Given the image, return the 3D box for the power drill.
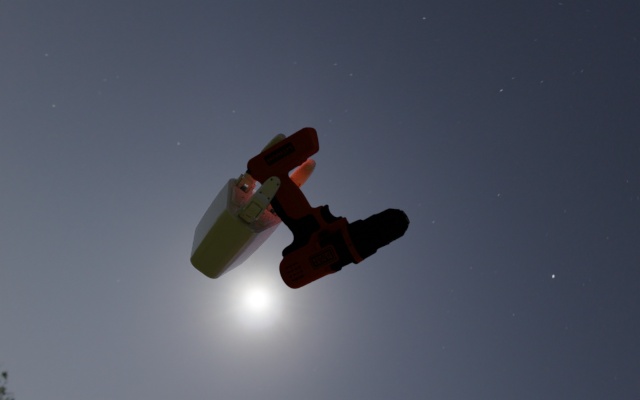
[{"bbox_3d":[0.000,0.002,0.630,0.184,0.187,0.057,-28,-7,10],"label":"power drill"}]
